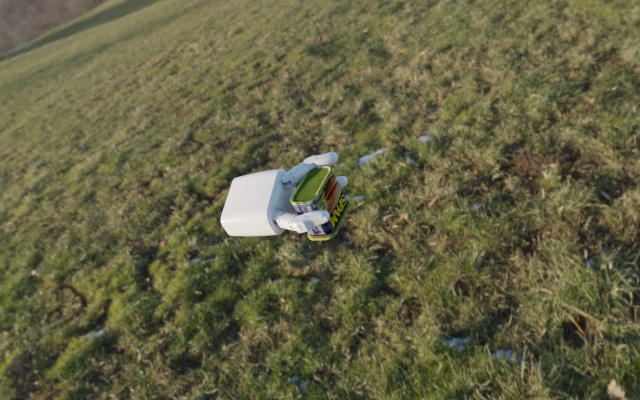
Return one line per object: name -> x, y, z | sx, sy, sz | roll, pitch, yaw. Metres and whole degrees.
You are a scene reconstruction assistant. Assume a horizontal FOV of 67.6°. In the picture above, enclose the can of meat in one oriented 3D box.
can of meat -> 0.000, 0.002, 0.816 | 0.057, 0.084, 0.102 | -4, 40, 32
